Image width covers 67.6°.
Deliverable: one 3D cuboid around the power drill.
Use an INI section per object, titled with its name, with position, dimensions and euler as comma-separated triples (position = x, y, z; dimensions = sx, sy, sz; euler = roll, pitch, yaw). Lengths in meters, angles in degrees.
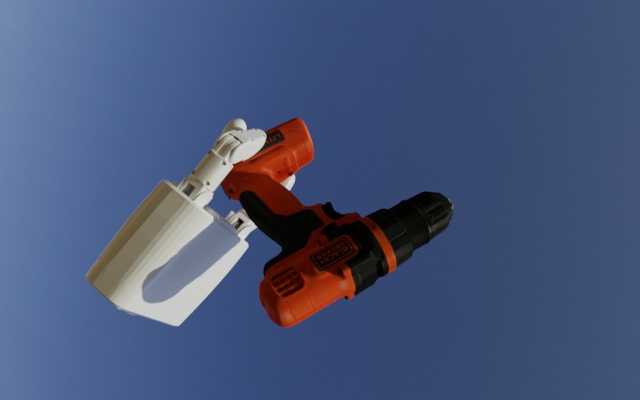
[power drill]
position = 0.000, 0.001, 0.442
dimensions = 0.184, 0.057, 0.187
euler = -28, 52, -15
